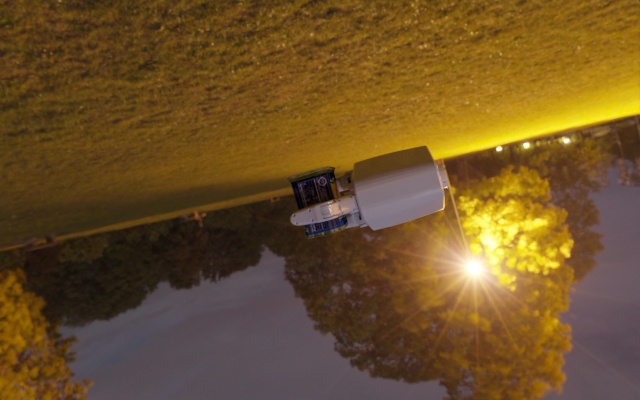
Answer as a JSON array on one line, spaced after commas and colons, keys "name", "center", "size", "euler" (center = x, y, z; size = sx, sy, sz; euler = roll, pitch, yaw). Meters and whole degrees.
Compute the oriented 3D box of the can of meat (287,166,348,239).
[{"name": "can of meat", "center": [0.000, 0.002, 0.643], "size": [0.057, 0.084, 0.102], "euler": [-16, 1, 8]}]
